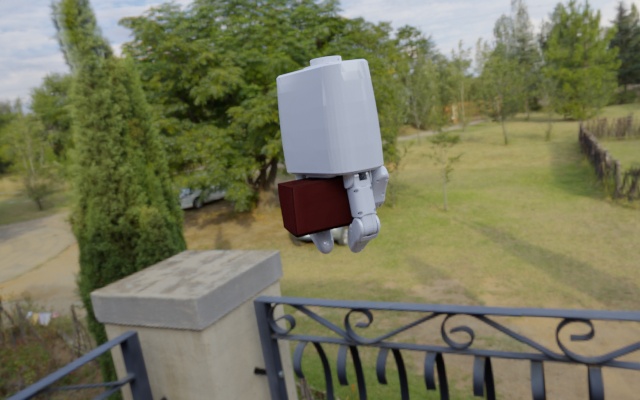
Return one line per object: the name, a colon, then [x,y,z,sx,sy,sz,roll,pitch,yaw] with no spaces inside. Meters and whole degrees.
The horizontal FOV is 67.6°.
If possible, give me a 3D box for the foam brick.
foam brick: [0.000,0.002,0.501,0.078,0.051,0.053,-12,12,-20]
